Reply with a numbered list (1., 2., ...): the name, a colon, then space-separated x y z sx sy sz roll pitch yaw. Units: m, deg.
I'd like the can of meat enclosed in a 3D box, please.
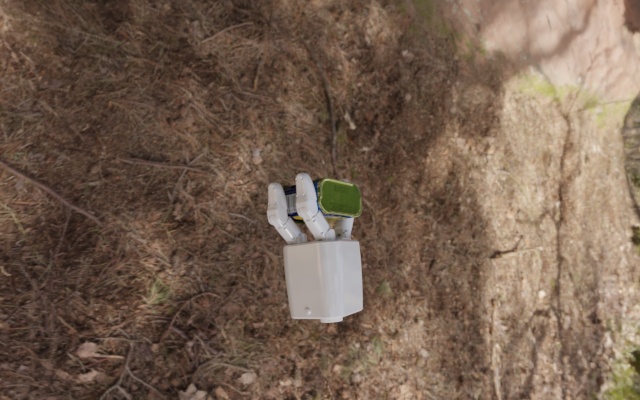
1. can of meat: 0.000 0.002 0.710 0.084 0.057 0.102 -11 -13 40
